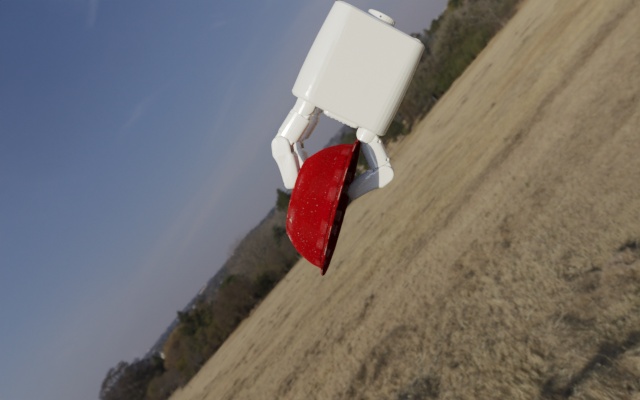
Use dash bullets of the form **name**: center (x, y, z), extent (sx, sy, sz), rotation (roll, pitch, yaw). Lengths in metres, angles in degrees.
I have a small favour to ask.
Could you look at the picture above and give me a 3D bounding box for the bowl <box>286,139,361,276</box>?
- **bowl**: center (-0.001, 0.003, 0.551), extent (0.055, 0.162, 0.162), rotation (14, 2, 6)
